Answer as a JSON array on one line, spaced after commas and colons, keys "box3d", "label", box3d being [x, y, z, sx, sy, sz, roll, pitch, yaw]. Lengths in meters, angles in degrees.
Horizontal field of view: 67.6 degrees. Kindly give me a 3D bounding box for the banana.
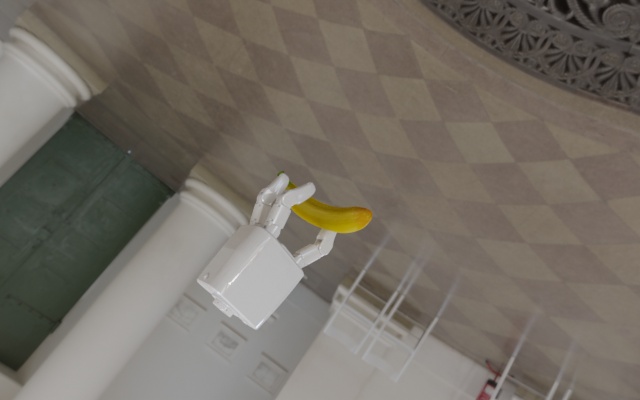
[{"box3d": [0.004, 0.014, 0.713, 0.197, 0.070, 0.037, 23, 60, 41], "label": "banana"}]
